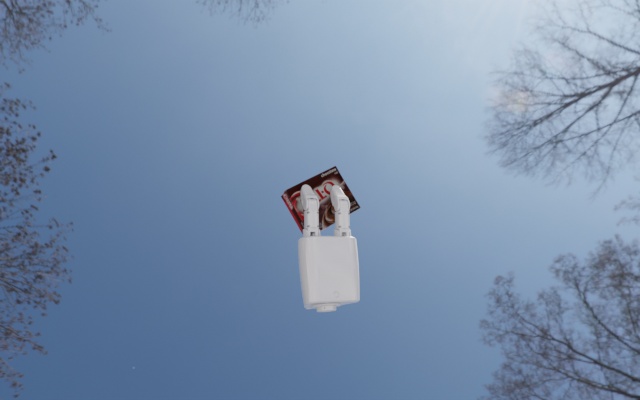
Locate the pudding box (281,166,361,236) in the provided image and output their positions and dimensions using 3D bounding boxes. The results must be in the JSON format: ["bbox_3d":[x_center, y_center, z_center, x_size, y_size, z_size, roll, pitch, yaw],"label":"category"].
[{"bbox_3d":[0.000,0.003,0.844,0.113,0.090,0.039,-28,-6,-26],"label":"pudding box"}]
